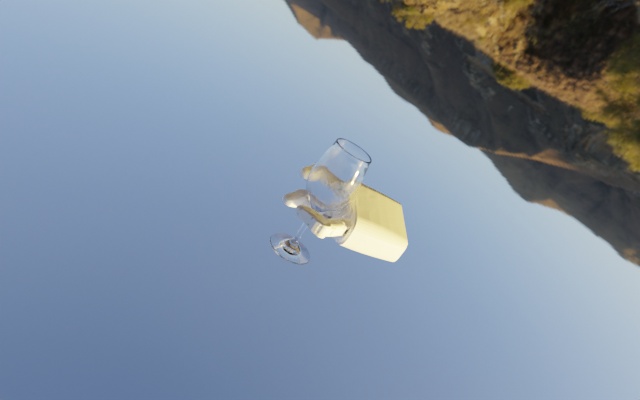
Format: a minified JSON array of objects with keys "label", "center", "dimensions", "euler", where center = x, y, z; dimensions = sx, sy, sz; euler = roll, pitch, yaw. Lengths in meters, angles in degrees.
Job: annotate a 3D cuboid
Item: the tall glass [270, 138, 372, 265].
[{"label":"tall glass","center":[0.000,0.003,0.742],"dimensions":[0.079,0.201,0.079],"euler":[27,24,-13]}]
